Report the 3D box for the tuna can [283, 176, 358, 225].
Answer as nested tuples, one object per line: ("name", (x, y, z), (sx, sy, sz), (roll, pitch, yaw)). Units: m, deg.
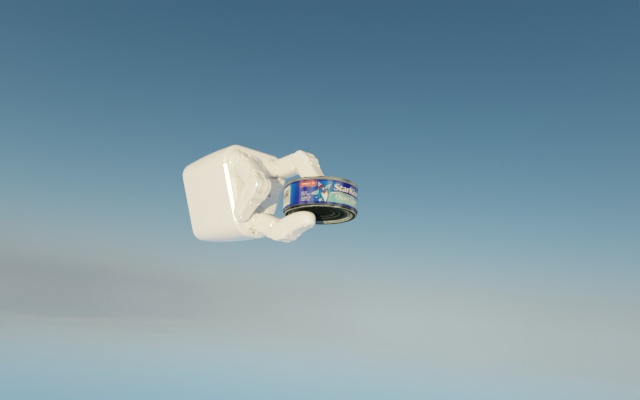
("tuna can", (0.000, 0.002, 0.546), (0.086, 0.033, 0.086), (1, -17, 0))
